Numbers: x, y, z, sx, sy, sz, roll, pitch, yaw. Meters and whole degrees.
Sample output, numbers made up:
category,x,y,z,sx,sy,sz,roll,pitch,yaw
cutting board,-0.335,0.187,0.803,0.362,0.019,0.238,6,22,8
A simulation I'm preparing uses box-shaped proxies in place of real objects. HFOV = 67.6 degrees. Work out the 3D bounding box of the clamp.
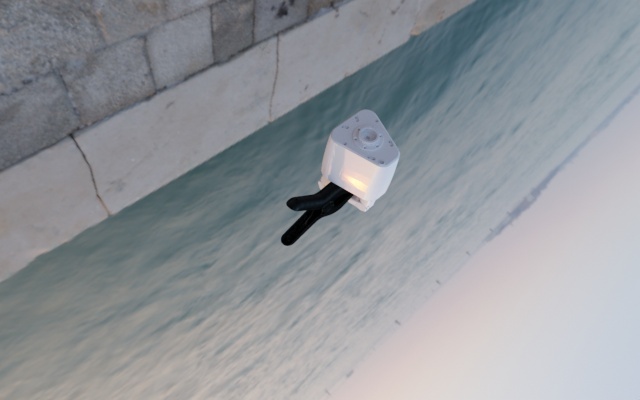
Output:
category,x,y,z,sx,sy,sz,roll,pitch,yaw
clamp,0.001,0.003,0.825,0.171,0.039,0.120,-37,-18,-23
